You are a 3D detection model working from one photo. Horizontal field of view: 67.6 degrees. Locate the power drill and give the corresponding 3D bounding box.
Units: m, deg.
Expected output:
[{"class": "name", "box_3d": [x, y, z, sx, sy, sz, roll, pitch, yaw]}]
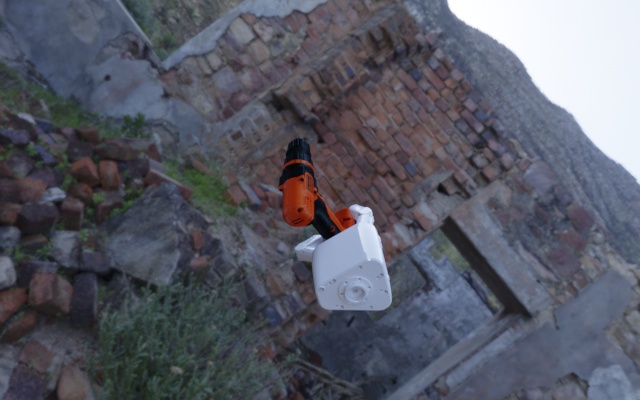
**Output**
[{"class": "power drill", "box_3d": [0.000, 0.003, 0.818, 0.057, 0.184, 0.188, -25, -48, 26]}]
